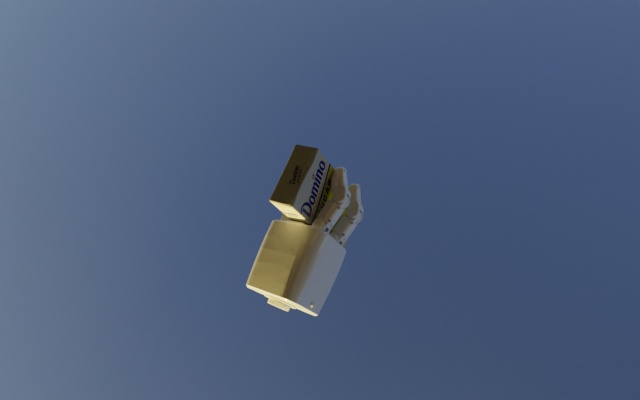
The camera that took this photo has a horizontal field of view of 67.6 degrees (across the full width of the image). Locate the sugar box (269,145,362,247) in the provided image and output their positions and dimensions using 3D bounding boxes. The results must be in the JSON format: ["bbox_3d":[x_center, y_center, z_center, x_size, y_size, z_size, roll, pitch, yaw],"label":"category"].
[{"bbox_3d":[0.001,0.003,0.711,0.048,0.093,0.176,15,-18,30],"label":"sugar box"}]
